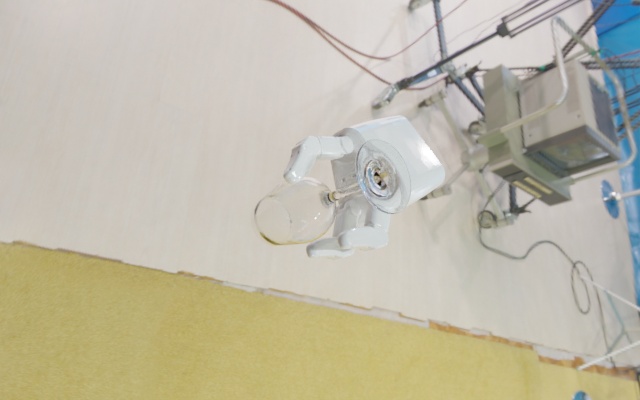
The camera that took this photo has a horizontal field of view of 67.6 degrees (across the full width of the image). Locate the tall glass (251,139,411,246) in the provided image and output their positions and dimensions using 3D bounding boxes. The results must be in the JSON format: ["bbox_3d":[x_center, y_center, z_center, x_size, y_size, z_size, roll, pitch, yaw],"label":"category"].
[{"bbox_3d":[0.000,0.002,0.527,0.079,0.079,0.201,0,-15,-40],"label":"tall glass"}]
